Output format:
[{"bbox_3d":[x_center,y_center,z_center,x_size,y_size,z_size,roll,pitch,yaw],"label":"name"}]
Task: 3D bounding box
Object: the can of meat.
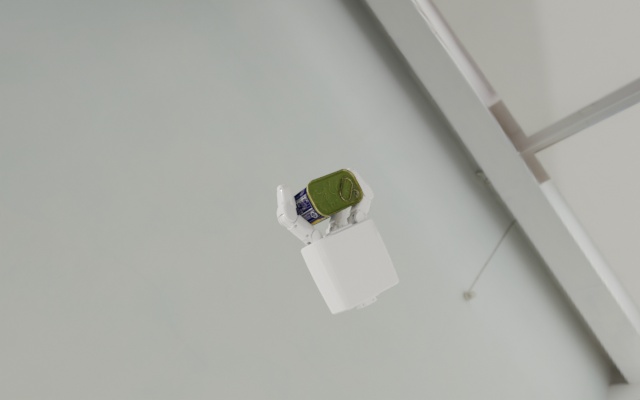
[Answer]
[{"bbox_3d":[0.000,0.002,0.724,0.102,0.057,0.084,-23,-7,-43],"label":"can of meat"}]
